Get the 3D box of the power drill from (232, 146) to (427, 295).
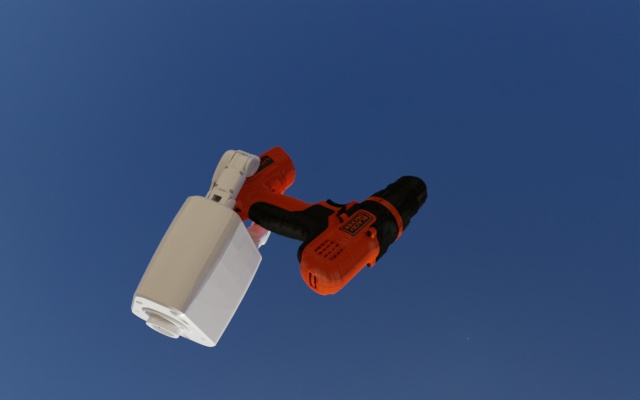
[{"bbox_3d":[0.000,0.002,0.518,0.187,0.057,0.184,24,44,33],"label":"power drill"}]
